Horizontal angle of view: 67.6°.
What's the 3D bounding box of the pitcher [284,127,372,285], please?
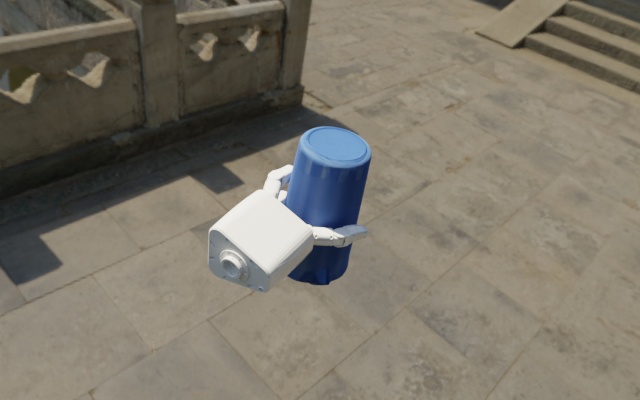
[{"bbox_3d":[0.000,0.003,0.771,0.149,0.243,0.145,29,41,20],"label":"pitcher"}]
